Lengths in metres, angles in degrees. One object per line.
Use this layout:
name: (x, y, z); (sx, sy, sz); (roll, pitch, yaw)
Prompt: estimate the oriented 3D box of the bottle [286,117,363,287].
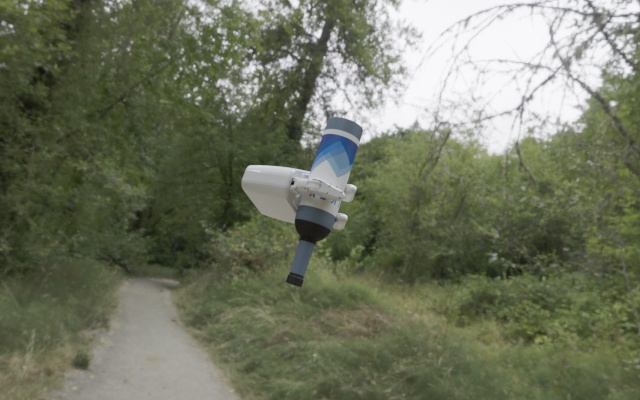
bottle: (0.000, 0.002, 0.820); (0.069, 0.295, 0.069); (17, -13, 4)
